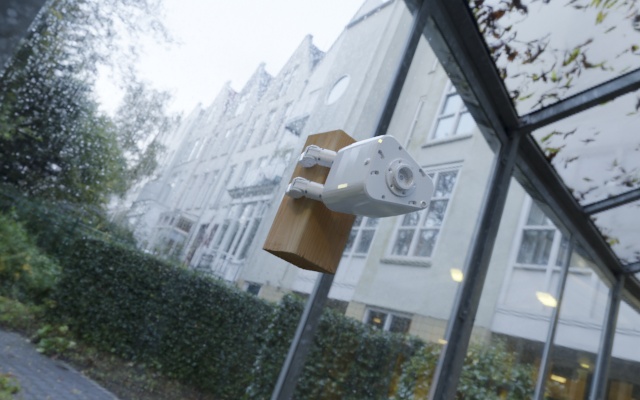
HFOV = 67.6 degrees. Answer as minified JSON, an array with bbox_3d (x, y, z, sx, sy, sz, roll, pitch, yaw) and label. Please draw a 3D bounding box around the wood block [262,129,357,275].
[{"bbox_3d":[0.001,0.003,0.760,0.091,0.206,0.090,32,-20,-33],"label":"wood block"}]
